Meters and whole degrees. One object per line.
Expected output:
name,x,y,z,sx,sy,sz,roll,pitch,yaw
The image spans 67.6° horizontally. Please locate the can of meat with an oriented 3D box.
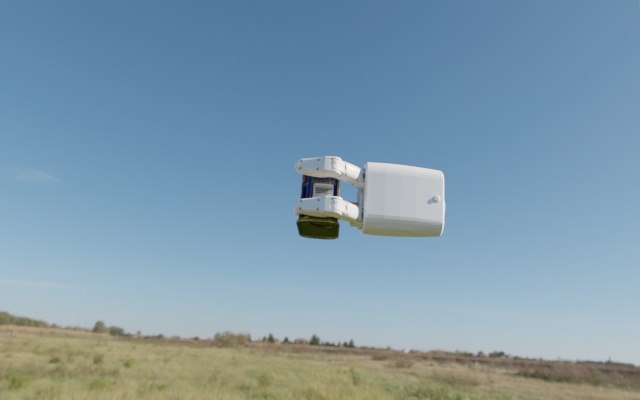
can of meat,0.000,0.002,0.666,0.057,0.084,0.102,4,-17,2
